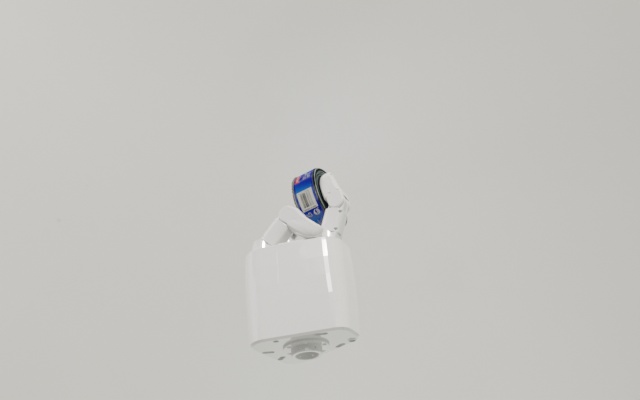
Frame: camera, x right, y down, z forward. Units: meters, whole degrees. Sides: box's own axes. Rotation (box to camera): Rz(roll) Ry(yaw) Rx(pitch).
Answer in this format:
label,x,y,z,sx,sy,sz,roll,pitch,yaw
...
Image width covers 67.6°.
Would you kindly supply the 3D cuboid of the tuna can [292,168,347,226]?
label,x,y,z,sx,sy,sz,roll,pitch,yaw
tuna can,0.001,0.002,0.613,0.034,0.086,0.086,-25,-9,20
